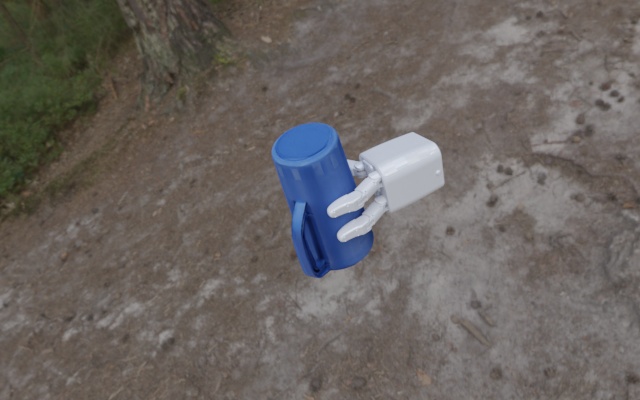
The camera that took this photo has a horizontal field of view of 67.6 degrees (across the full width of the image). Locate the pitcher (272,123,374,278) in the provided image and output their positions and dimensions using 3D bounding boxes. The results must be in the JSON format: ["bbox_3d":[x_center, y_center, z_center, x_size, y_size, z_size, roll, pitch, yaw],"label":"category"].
[{"bbox_3d":[0.000,0.003,0.799,0.145,0.243,0.149,-24,41,-4],"label":"pitcher"}]
